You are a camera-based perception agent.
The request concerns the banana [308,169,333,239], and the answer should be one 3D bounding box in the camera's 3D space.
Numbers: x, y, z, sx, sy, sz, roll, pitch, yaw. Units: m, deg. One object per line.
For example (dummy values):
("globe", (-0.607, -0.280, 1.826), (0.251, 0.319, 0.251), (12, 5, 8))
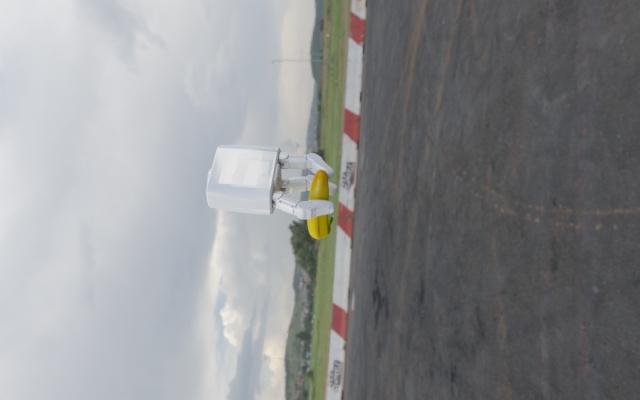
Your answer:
("banana", (-0.002, 0.021, 0.825), (0.037, 0.069, 0.198), (6, -25, 6))
